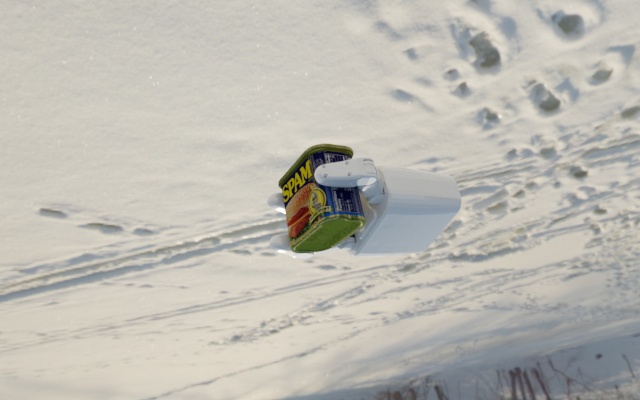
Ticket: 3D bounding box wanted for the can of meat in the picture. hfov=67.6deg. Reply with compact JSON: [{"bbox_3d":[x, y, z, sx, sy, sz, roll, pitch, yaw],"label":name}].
[{"bbox_3d":[0.000,0.002,0.512,0.057,0.084,0.102,4,-27,-30],"label":"can of meat"}]
